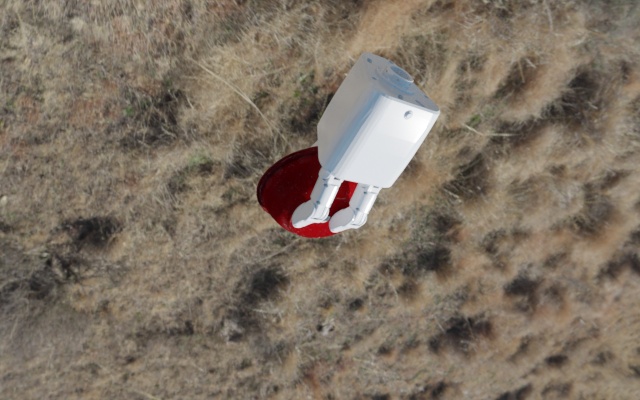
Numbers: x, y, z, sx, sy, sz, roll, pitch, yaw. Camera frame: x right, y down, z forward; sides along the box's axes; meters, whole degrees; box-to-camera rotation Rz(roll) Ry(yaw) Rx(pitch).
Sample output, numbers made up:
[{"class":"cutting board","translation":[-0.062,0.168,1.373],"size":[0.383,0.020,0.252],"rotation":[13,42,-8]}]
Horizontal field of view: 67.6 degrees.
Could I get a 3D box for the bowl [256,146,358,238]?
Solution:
[{"class":"bowl","translation":[0.000,0.003,0.622],"size":[0.162,0.055,0.162],"rotation":[-10,-34,-7]}]
